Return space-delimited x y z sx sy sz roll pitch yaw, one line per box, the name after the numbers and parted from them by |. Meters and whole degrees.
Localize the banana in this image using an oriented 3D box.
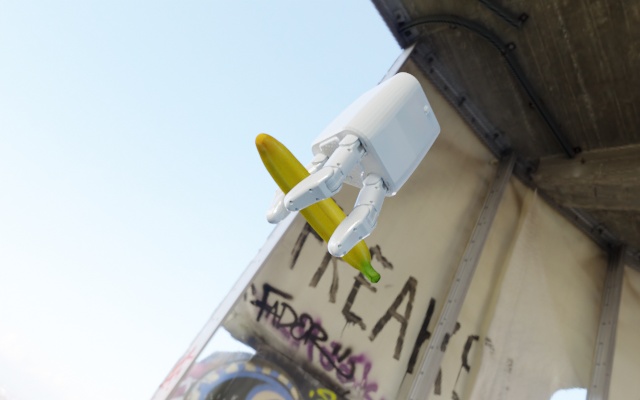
-0.002 0.005 0.522 0.037 0.198 0.069 -43 8 -13 | banana
